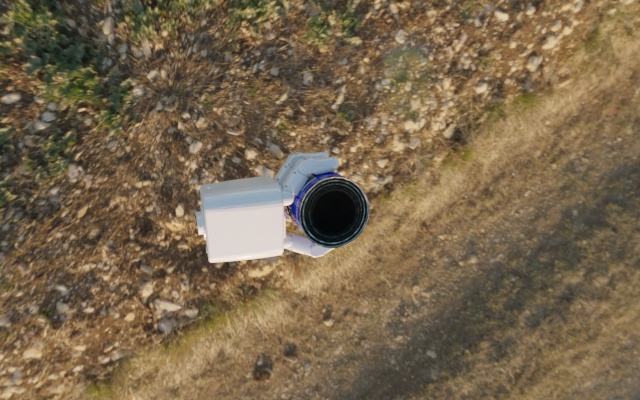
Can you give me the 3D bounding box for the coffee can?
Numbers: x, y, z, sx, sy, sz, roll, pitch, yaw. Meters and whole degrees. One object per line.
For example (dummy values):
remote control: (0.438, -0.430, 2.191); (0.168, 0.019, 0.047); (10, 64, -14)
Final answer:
coffee can: (0.000, 0.002, 0.718); (0.103, 0.103, 0.140); (0, 12, -17)
